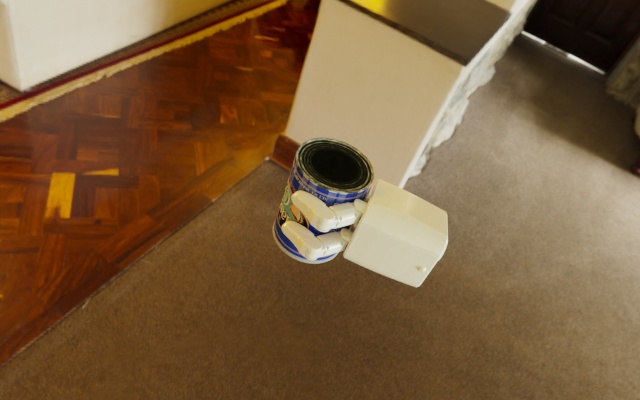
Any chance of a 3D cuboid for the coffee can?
[{"bbox_3d":[0.000,0.002,0.642,0.103,0.102,0.140,0,-44,-22],"label":"coffee can"}]
